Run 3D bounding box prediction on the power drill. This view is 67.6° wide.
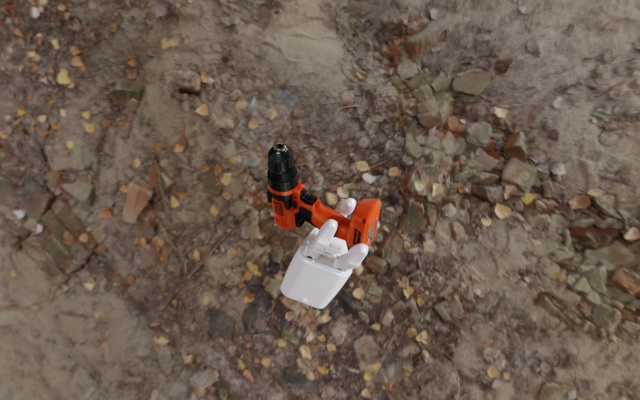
[{"bbox_3d":[0.000,0.003,0.762,0.187,0.057,0.185,23,-35,19],"label":"power drill"}]
